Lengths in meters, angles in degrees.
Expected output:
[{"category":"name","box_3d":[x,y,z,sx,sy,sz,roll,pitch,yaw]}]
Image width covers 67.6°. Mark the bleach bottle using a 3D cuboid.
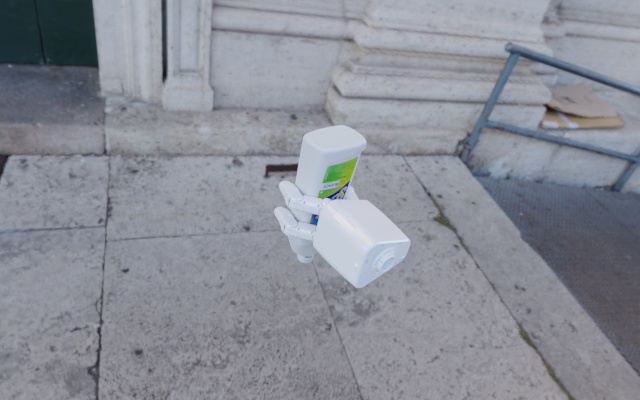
[{"category":"bleach bottle","box_3d":[0.000,0.003,0.804,0.102,0.251,0.068,-18,46,-36]}]
